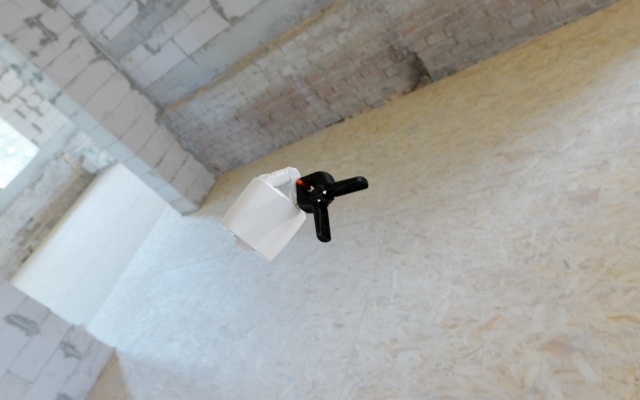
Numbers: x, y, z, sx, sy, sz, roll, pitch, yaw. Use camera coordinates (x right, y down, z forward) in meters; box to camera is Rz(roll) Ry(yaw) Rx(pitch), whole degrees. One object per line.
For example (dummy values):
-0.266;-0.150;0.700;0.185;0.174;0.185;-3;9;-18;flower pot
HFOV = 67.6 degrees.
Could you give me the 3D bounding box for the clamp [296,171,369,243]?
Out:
0.000;0.002;0.801;0.039;0.120;0.171;42;-13;-29;clamp
